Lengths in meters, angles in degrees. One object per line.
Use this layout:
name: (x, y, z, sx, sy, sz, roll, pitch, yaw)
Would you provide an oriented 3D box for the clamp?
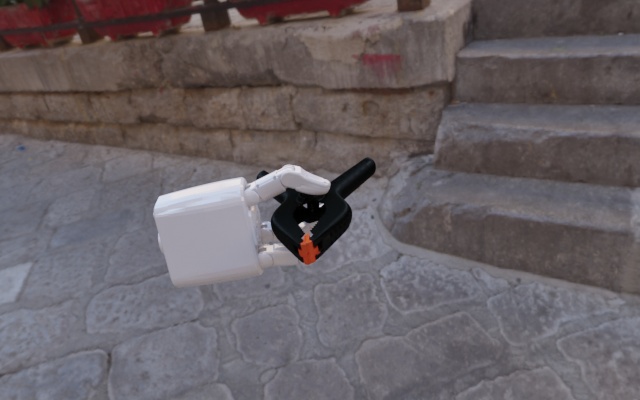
clamp: (0.000, 0.001, 0.580, 0.164, 0.036, 0.210, -11, 28, 0)
